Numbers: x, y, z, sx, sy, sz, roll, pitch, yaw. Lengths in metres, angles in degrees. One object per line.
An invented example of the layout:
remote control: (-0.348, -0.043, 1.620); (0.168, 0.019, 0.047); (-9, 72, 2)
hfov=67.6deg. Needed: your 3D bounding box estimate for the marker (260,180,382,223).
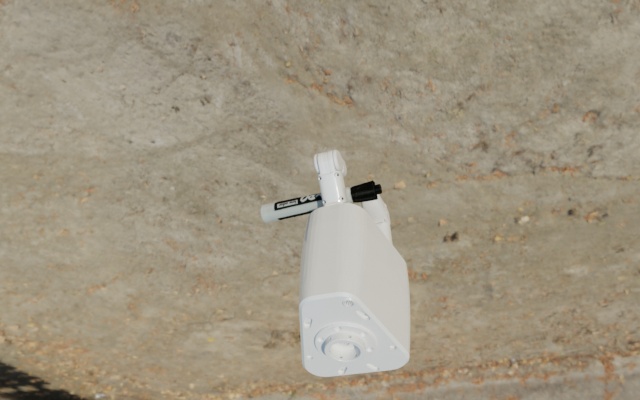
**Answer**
marker: (0.000, 0.001, 0.464); (0.121, 0.020, 0.020); (-12, -3, 15)
